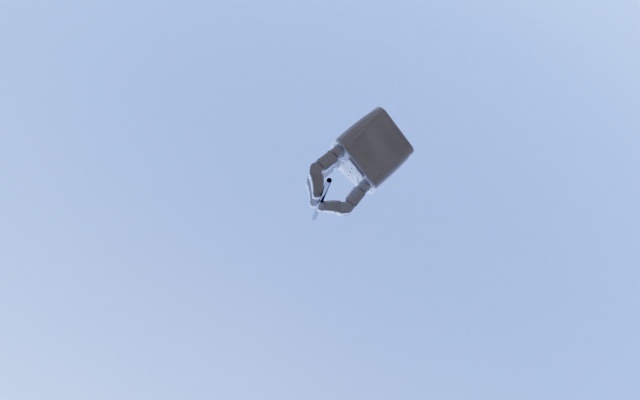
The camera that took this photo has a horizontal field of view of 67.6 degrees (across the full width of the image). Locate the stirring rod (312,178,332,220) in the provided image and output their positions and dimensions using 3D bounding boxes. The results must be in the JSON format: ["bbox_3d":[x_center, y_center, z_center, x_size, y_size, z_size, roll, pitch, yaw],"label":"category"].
[{"bbox_3d":[0.000,0.003,0.811,0.011,0.011,0.239,0,-15,-6],"label":"stirring rod"}]
